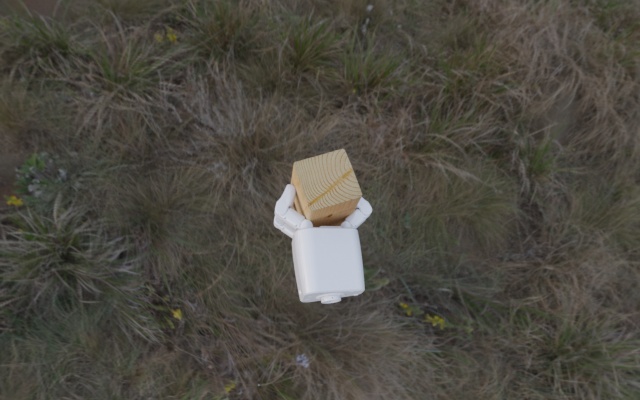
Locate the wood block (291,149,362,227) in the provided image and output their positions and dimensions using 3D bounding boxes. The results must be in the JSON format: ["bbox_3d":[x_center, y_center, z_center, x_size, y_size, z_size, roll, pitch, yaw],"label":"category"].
[{"bbox_3d":[0.001,0.003,0.849,0.091,0.090,0.206,-16,-18,-13],"label":"wood block"}]
